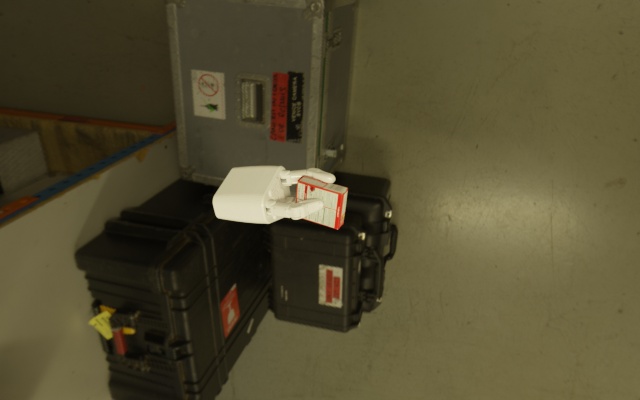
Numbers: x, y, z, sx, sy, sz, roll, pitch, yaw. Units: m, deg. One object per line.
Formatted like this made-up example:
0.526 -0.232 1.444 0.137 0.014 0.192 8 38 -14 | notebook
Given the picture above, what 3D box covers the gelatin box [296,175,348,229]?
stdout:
0.000 0.003 0.841 0.089 0.073 0.030 17 31 19 | gelatin box
